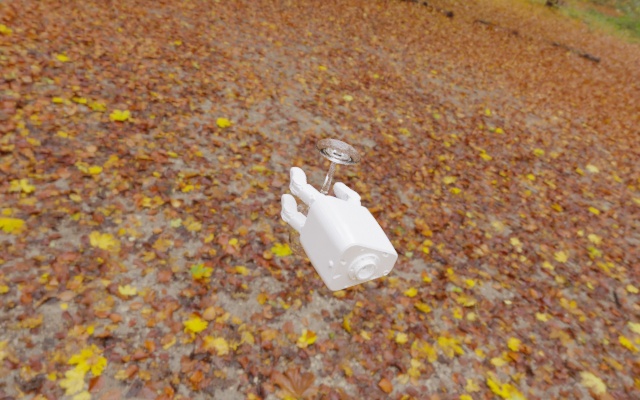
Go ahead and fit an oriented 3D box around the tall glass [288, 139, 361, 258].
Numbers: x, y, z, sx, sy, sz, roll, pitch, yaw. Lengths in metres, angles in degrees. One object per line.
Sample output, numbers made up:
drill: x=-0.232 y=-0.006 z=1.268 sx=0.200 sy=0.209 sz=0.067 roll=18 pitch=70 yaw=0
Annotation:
tall glass: x=0.000 y=0.002 z=0.796 sx=0.079 sy=0.201 sz=0.079 roll=14 pitch=32 yaw=-9
